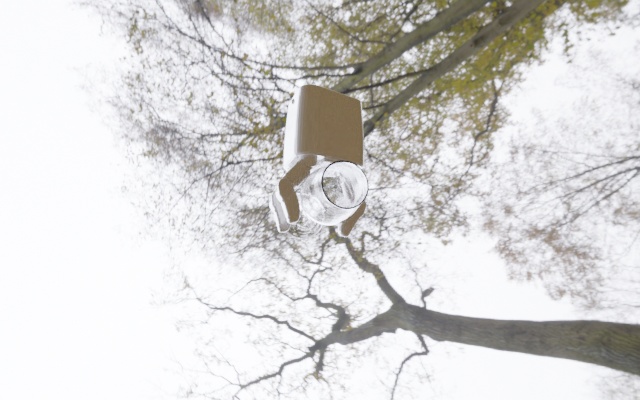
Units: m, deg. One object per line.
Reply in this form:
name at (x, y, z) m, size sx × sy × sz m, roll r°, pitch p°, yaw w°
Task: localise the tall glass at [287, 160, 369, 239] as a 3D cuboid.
tall glass at (0.000, 0.002, 0.671) m, size 0.079 × 0.079 × 0.201 m, roll 0°, pitch -12°, yaw -18°
